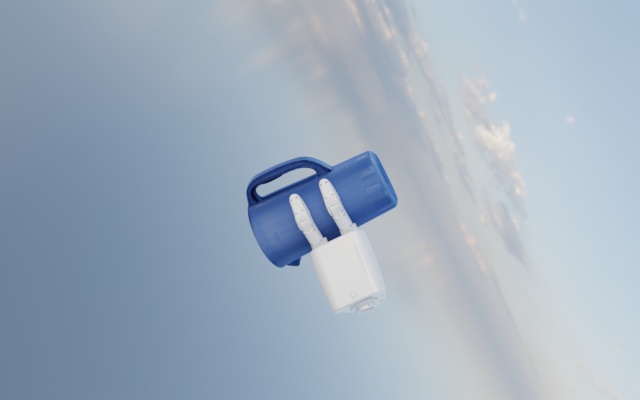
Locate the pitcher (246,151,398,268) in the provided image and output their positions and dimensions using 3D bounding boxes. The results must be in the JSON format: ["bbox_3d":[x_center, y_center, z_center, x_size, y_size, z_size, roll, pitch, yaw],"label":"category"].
[{"bbox_3d":[0.000,0.003,0.829,0.243,0.145,0.149,-26,-24,11],"label":"pitcher"}]
